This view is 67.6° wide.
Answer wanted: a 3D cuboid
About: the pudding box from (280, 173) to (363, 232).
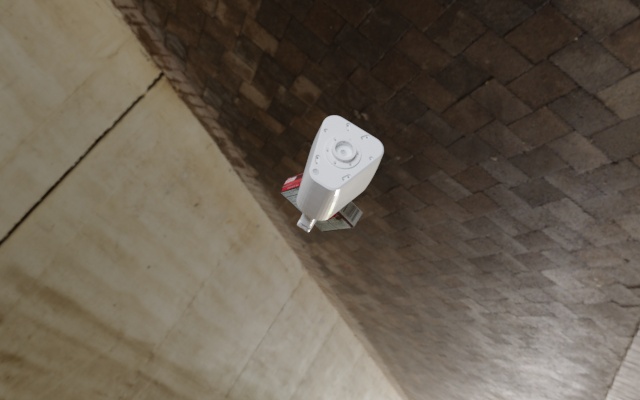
[{"bbox_3d":[0.000,0.003,0.784,0.113,0.039,0.090,45,-29,-21],"label":"pudding box"}]
